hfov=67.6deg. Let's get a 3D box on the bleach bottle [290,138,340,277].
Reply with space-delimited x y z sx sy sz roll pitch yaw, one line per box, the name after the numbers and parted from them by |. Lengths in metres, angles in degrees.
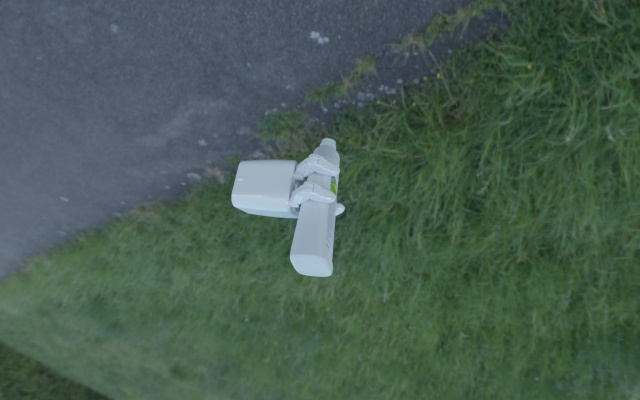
0.000 0.003 0.867 0.068 0.250 0.103 3 -28 12 | bleach bottle
